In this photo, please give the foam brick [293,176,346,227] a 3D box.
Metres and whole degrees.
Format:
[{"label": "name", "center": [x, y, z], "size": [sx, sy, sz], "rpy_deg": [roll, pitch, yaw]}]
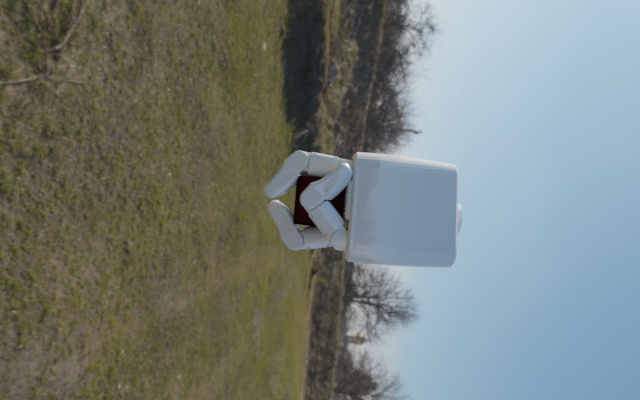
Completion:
[{"label": "foam brick", "center": [0.000, 0.002, 0.527], "size": [0.051, 0.053, 0.078], "rpy_deg": [5, 1, 1]}]
